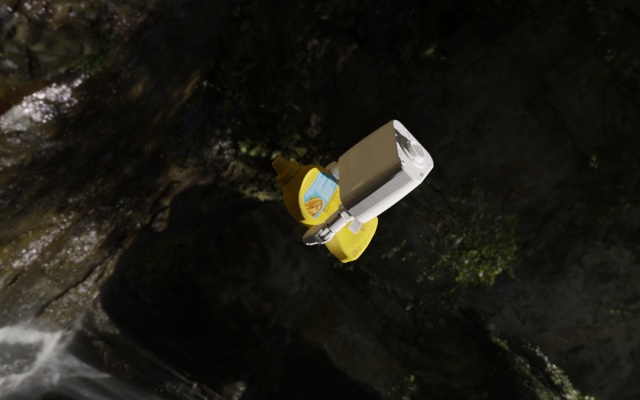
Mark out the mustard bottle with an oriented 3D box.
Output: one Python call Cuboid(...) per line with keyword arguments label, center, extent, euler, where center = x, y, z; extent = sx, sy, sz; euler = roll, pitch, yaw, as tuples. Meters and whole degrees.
Cuboid(label="mustard bottle", center=(0.000, 0.003, 0.744), extent=(0.192, 0.096, 0.058), euler=(43, -33, -16))
